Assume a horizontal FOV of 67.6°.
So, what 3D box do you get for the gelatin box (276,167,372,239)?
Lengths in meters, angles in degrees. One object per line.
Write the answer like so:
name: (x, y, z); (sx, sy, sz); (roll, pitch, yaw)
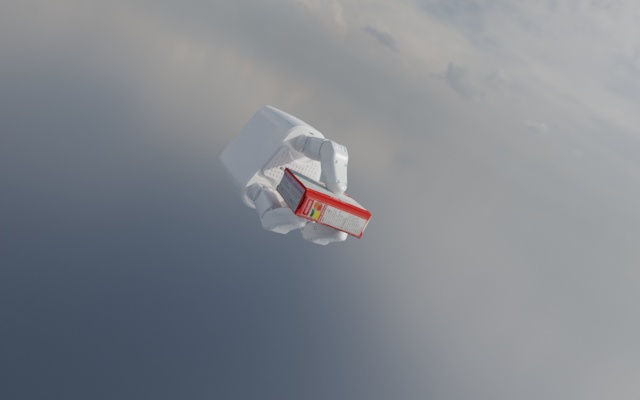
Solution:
gelatin box: (0.000, 0.001, 0.484); (0.073, 0.030, 0.089); (22, 9, -23)
